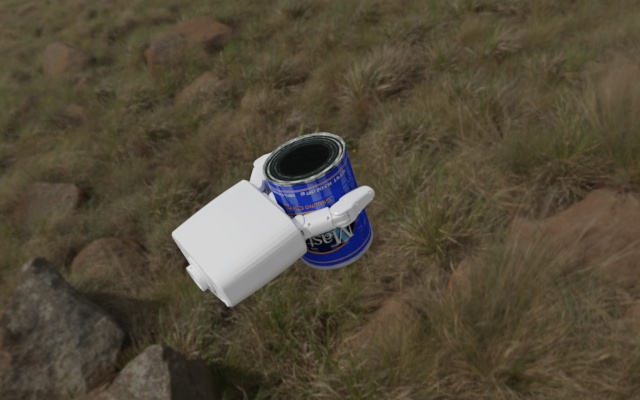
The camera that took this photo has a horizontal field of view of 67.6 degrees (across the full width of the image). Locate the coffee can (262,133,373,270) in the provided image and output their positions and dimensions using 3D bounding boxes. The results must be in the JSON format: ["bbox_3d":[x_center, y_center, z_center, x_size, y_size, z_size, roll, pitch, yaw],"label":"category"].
[{"bbox_3d":[0.000,0.002,0.597,0.103,0.140,0.102,-14,36,10],"label":"coffee can"}]
